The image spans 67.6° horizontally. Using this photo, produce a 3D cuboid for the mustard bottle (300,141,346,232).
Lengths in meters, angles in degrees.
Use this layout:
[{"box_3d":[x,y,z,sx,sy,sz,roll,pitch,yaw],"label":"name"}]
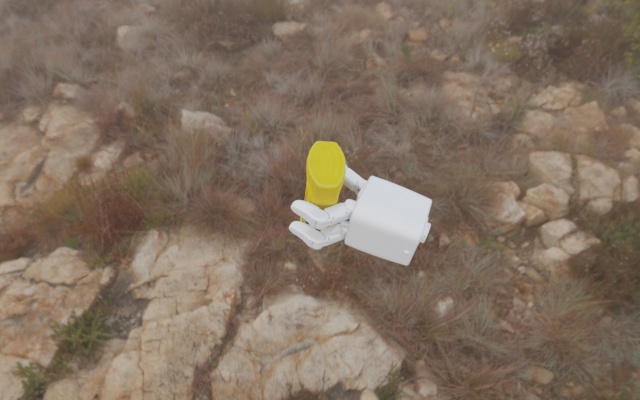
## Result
[{"box_3d":[0.000,0.002,0.768,0.058,0.096,0.192,2,-38,-6],"label":"mustard bottle"}]
